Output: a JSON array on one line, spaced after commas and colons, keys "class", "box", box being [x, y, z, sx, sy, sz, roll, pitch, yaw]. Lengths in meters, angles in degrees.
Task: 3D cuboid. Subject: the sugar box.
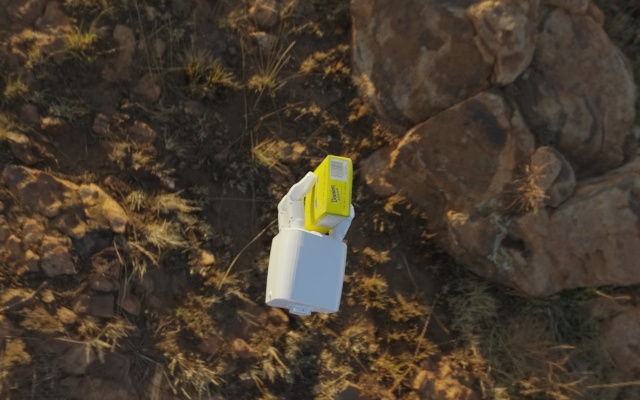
[{"class": "sugar box", "box": [0.000, 0.003, 0.774, 0.048, 0.093, 0.176, 10, -20, -18]}]
